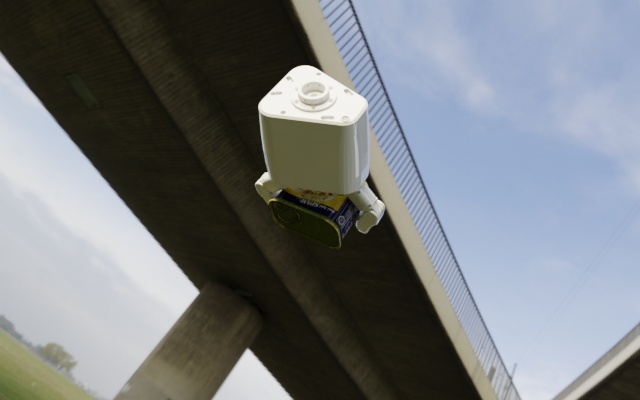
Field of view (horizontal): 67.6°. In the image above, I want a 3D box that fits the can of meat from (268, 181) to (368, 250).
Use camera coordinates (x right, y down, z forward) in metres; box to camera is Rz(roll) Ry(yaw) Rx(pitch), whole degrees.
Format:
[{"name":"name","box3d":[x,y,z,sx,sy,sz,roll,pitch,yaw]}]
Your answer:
[{"name":"can of meat","box3d":[0.000,0.002,0.605,0.102,0.084,0.057,21,-34,24]}]
